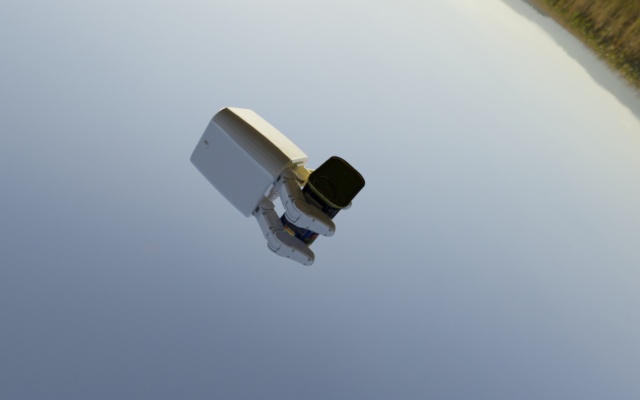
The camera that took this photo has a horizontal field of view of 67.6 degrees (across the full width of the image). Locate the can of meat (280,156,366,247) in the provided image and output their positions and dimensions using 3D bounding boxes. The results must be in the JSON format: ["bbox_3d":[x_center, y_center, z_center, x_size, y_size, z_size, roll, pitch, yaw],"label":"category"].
[{"bbox_3d":[0.000,0.002,0.600,0.084,0.057,0.102,-51,-3,33],"label":"can of meat"}]
